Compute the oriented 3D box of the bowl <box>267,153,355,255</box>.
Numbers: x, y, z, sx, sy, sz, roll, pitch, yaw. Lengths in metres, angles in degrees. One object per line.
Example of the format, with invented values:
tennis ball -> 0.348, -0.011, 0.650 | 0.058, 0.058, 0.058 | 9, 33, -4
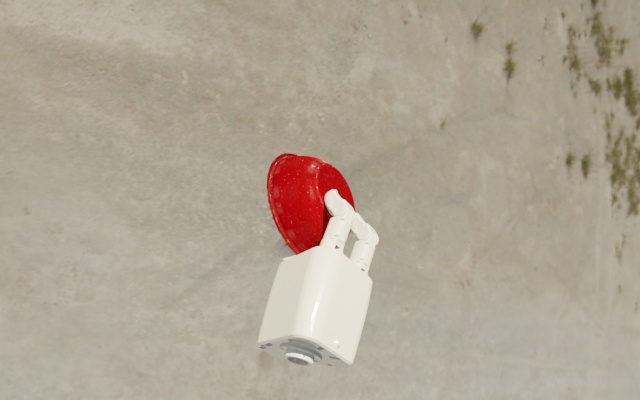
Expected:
bowl -> 0.000, 0.001, 0.646 | 0.055, 0.162, 0.162 | -22, -11, 29
